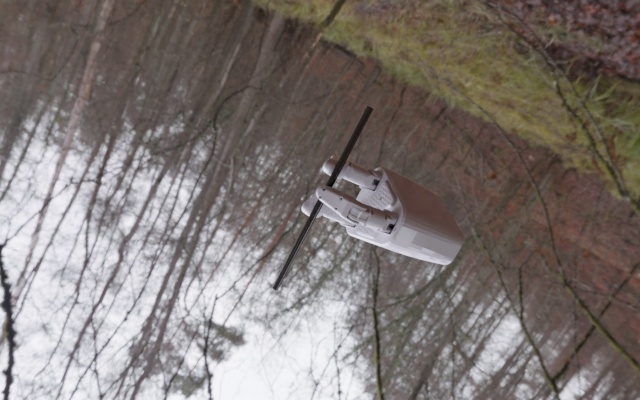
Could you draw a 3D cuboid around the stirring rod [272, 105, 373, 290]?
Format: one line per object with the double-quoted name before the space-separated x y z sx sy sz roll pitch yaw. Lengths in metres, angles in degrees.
"stirring rod" 0.000 0.002 0.548 0.011 0.239 0.011 26 12 -6
